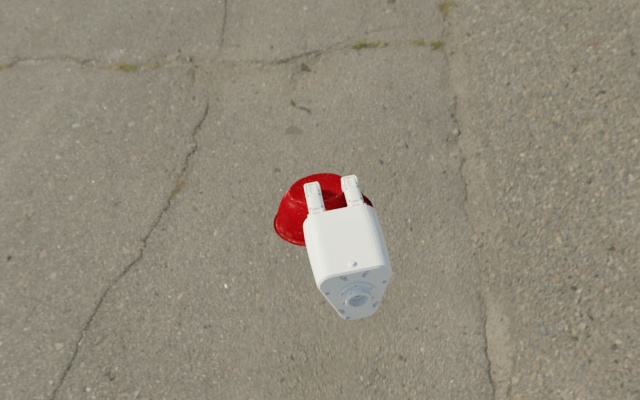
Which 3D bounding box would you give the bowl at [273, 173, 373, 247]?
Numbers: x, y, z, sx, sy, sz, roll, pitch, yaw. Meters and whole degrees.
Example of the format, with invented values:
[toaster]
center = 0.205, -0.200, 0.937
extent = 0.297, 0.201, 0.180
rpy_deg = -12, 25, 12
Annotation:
[bowl]
center = 0.000, 0.001, 0.748
extent = 0.162, 0.055, 0.162
rpy_deg = -8, 31, 5
